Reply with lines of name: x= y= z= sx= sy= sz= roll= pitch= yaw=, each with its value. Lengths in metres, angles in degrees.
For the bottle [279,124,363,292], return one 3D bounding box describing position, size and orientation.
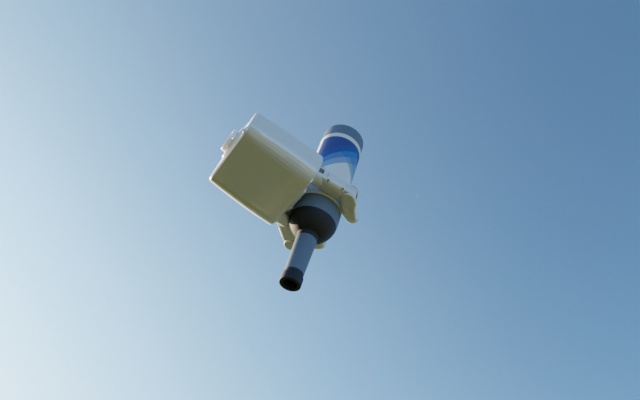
bottle: x=0.000 y=0.002 z=0.668 sx=0.069 sy=0.069 sz=0.295 roll=0 pitch=42 yaw=19
